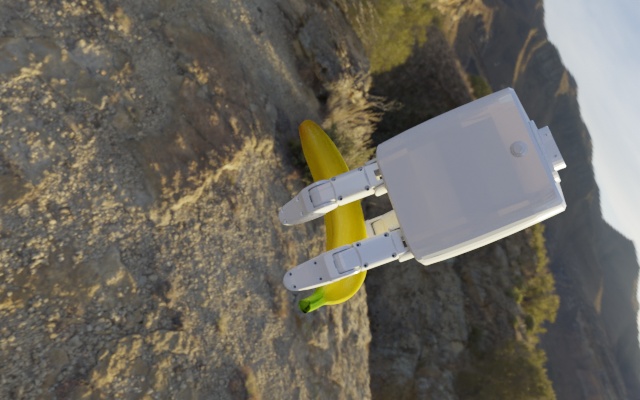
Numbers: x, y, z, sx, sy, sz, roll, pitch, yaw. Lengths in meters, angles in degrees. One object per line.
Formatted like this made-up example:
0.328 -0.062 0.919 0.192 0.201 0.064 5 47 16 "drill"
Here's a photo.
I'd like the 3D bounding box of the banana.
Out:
0.012 0.012 0.438 0.037 0.197 0.070 -27 -40 31 "banana"
